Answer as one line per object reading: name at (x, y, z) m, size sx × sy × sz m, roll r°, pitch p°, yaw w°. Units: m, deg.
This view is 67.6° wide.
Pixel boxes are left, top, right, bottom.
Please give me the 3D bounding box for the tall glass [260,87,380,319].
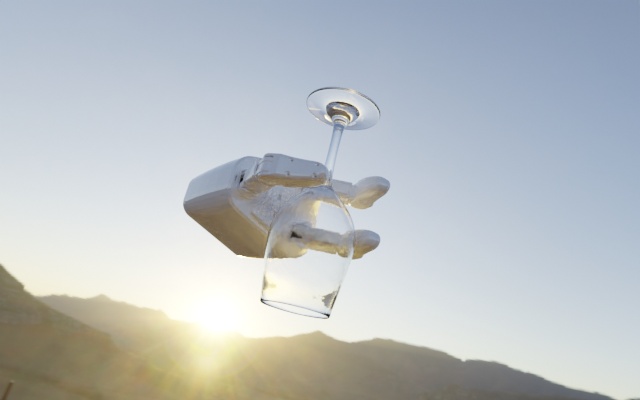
tall glass at (0.000, 0.001, 0.437) m, size 0.079 × 0.201 × 0.079 m, roll 12°, pitch -20°, yaw 4°
